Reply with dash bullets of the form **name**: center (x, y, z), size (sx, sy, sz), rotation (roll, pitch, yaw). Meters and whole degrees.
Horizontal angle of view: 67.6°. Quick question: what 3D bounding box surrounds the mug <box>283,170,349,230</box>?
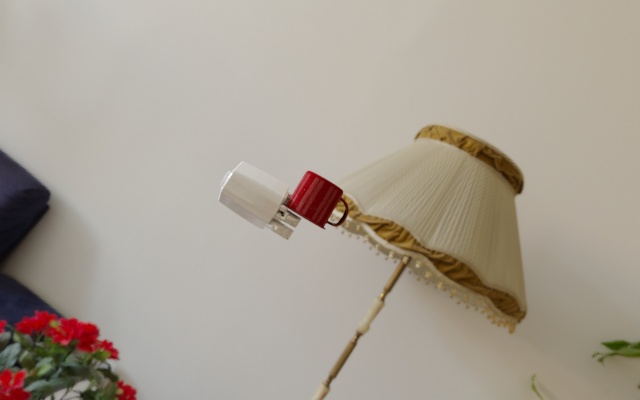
- **mug**: center (0.001, 0.003, 0.897), size (0.117, 0.081, 0.093), rotation (31, -1, -7)
